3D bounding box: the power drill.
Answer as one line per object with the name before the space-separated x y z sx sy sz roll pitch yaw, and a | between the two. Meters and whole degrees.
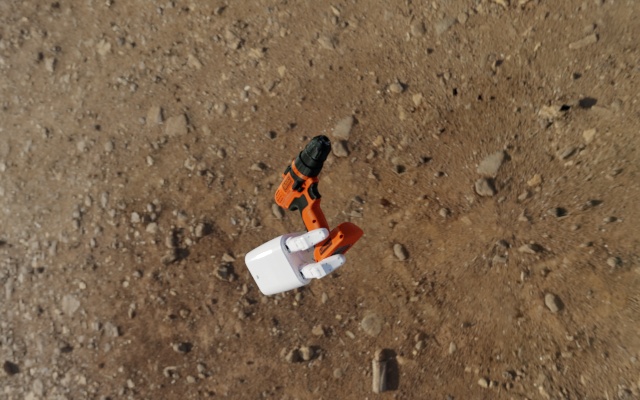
power drill | 0.000 0.003 0.845 0.057 0.187 0.184 -11 -29 -36
